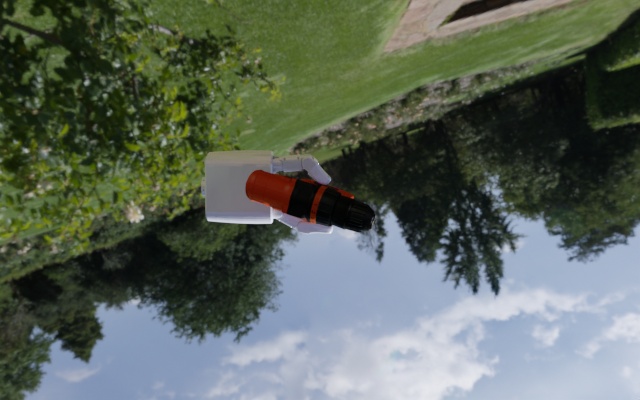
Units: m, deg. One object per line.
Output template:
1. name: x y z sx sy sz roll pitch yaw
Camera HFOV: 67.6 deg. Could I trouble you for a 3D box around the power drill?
1. power drill: 0.000 0.002 0.712 0.184 0.057 0.187 19 1 12
